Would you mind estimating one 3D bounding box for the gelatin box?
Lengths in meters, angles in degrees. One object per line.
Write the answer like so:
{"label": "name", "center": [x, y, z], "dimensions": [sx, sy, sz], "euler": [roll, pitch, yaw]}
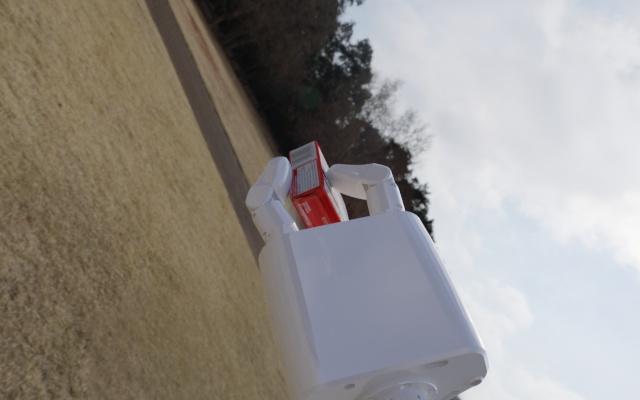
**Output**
{"label": "gelatin box", "center": [0.000, 0.001, 0.408], "dimensions": [0.030, 0.073, 0.089], "euler": [-22, 30, 8]}
